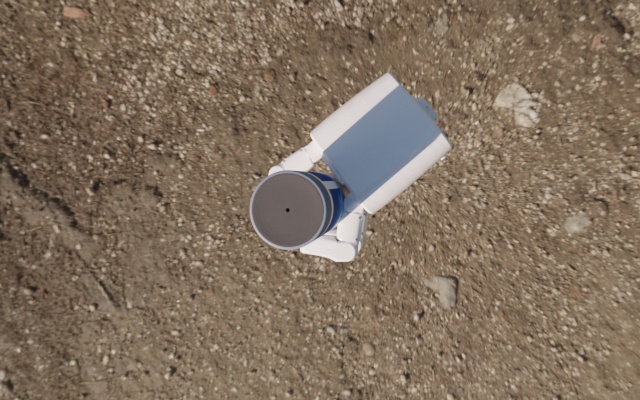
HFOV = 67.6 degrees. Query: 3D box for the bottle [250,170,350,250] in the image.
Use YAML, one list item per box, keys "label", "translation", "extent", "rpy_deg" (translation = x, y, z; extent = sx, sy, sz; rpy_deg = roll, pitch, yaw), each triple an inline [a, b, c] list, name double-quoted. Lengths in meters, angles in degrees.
- label: "bottle"
  translation: [0.000, 0.002, 0.539]
  extent: [0.069, 0.069, 0.295]
  rpy_deg: [0, 2, 11]
